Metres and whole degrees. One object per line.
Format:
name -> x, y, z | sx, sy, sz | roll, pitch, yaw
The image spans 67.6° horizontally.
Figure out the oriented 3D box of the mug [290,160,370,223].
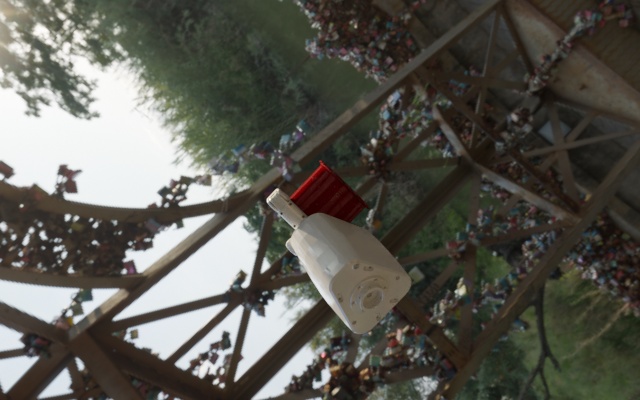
mug -> -0.001, 0.002, 0.651 | 0.093, 0.081, 0.117 | 43, 2, -35
